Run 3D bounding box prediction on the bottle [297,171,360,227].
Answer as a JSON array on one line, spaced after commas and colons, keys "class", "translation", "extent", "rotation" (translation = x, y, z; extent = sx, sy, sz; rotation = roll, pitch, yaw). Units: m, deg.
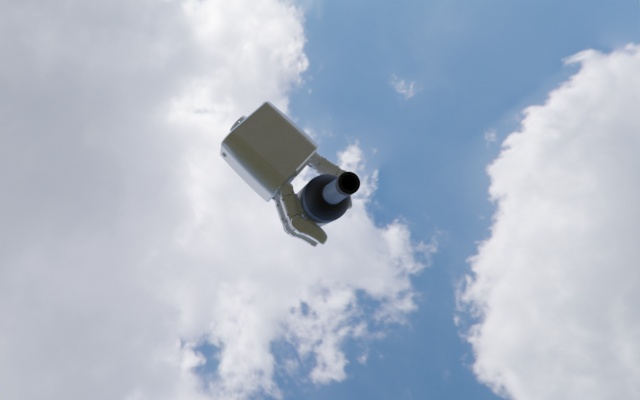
[{"class": "bottle", "translation": [0.000, 0.002, 0.695], "extent": [0.069, 0.069, 0.296], "rotation": [0, -9, -13]}]
